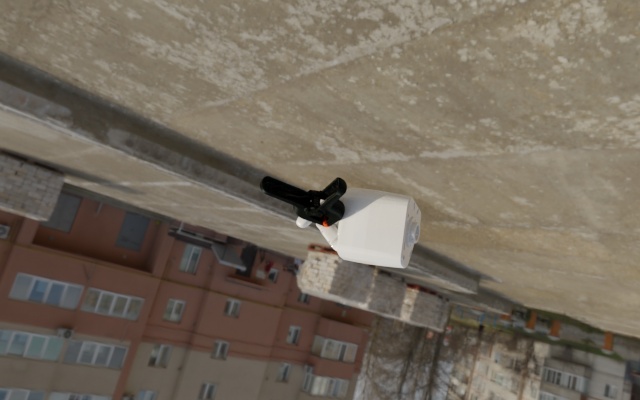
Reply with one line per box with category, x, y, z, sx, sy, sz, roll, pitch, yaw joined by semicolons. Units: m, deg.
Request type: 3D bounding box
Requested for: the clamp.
clamp;0.000;0.003;0.701;0.120;0.039;0.171;5;-15;25
